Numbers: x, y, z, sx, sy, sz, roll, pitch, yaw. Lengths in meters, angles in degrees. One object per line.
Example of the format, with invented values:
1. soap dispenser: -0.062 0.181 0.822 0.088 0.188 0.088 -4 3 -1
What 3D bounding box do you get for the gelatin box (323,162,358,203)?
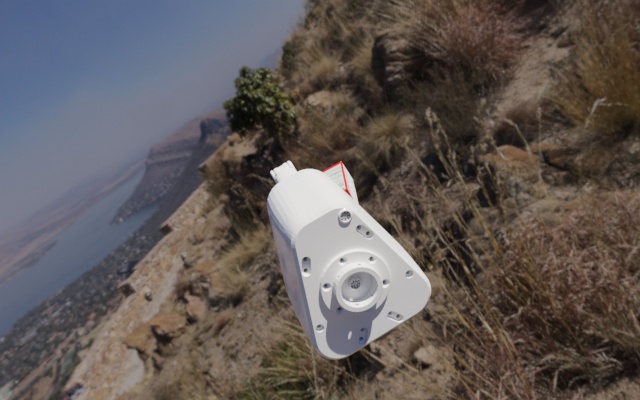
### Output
1. gelatin box: 0.000 0.001 0.491 0.073 0.030 0.089 -29 21 10
